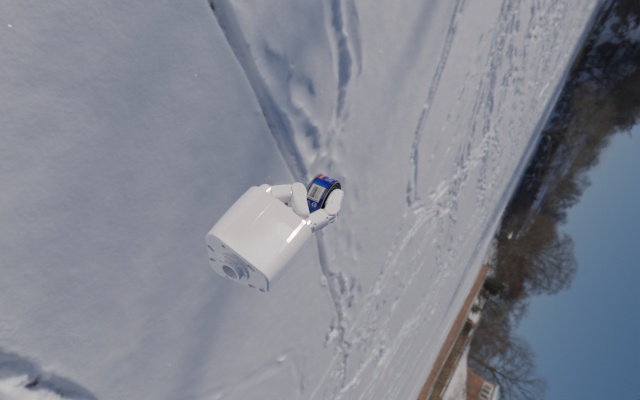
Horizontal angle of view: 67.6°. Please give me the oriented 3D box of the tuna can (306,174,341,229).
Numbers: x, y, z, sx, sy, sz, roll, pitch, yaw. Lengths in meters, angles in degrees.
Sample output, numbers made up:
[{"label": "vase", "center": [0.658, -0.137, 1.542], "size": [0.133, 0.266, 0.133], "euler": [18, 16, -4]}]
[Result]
[{"label": "tuna can", "center": [0.001, 0.003, 0.767], "size": [0.033, 0.086, 0.086], "euler": [22, 7, 18]}]
